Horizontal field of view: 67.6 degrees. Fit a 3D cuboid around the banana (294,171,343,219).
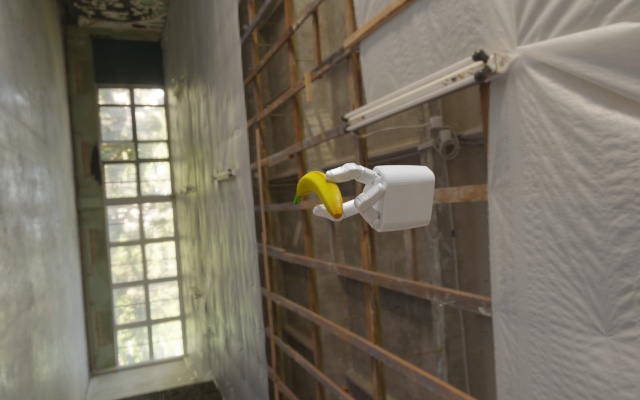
[{"bbox_3d":[-0.001,-0.016,0.849,0.037,0.069,0.198,-3,8,-21],"label":"banana"}]
